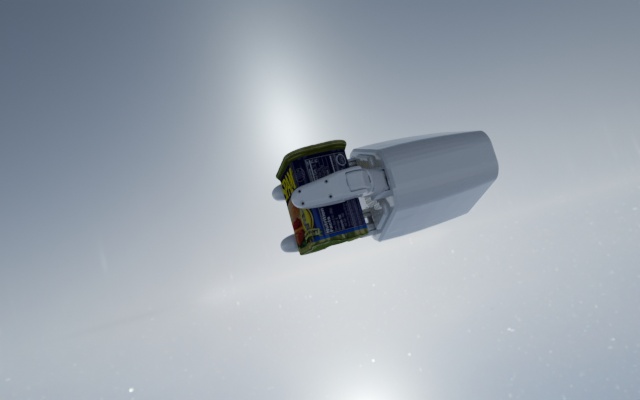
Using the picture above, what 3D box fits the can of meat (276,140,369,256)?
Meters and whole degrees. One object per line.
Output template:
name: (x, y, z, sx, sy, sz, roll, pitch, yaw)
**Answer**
can of meat: (0.000, 0.002, 0.440, 0.057, 0.084, 0.102, -14, -8, -14)
